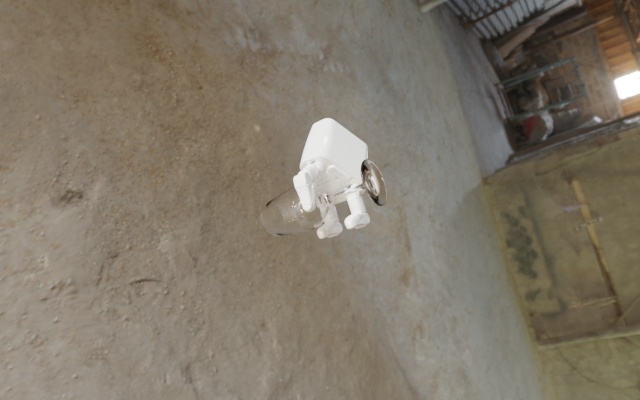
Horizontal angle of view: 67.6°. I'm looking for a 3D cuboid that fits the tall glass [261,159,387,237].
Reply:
[{"bbox_3d":[0.001,0.002,0.765,0.201,0.079,0.079,-20,-11,30],"label":"tall glass"}]
